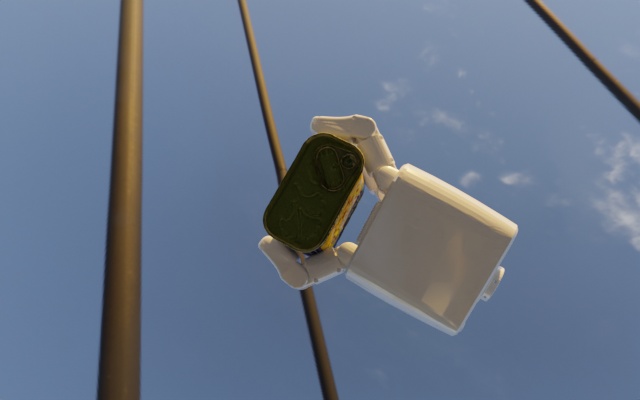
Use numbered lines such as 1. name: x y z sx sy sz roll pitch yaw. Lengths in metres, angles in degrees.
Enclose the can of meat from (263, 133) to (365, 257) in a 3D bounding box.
1. can of meat: 0.000 0.002 0.438 0.057 0.102 0.084 27 -8 14
